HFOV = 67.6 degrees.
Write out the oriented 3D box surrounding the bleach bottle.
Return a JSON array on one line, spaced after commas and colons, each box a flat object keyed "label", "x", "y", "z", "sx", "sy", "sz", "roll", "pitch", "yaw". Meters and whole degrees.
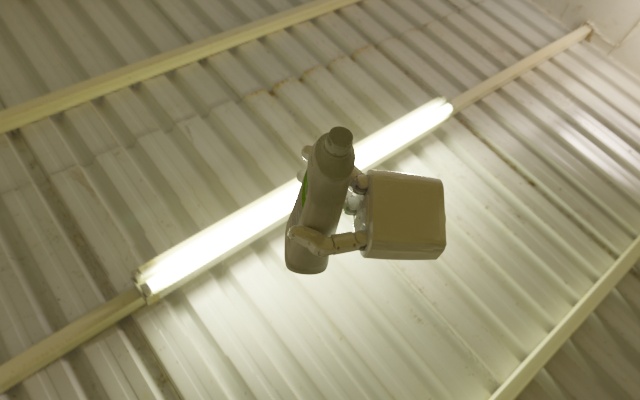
[{"label": "bleach bottle", "x": 0.000, "y": 0.002, "z": 0.632, "sx": 0.068, "sy": 0.102, "sz": 0.251, "roll": 4, "pitch": -33, "yaw": -10}]
